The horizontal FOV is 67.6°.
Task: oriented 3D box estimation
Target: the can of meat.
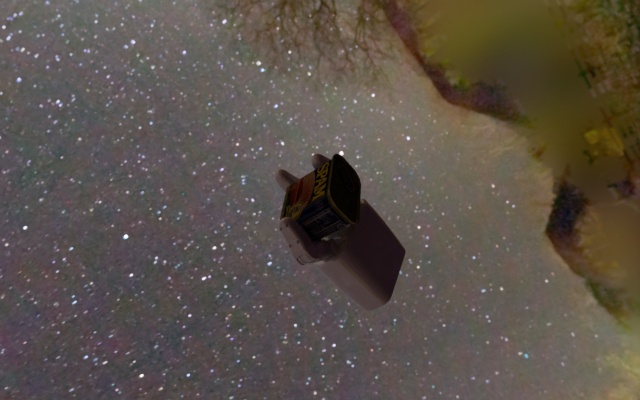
[{"bbox_3d":[0.000,0.002,0.598,0.084,0.102,0.057,-30,-60,28],"label":"can of meat"}]
